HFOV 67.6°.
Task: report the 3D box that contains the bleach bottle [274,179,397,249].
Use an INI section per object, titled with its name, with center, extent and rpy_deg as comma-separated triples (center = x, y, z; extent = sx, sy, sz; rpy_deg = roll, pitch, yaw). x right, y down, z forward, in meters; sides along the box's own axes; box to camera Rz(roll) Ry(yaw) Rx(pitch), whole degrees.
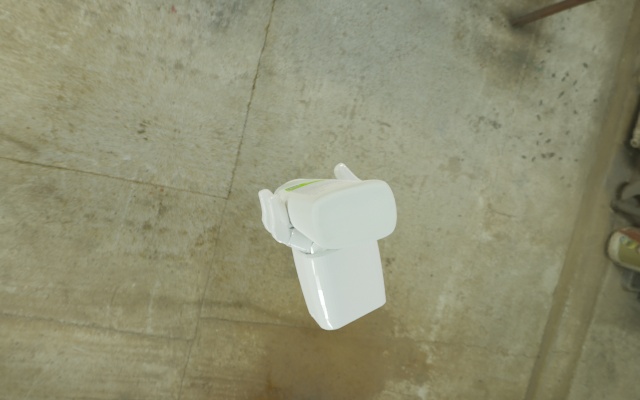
[bleach bottle]
center = 0.000, 0.002, 0.632
extent = 0.102, 0.068, 0.251
rpy_deg = -13, 11, -15
